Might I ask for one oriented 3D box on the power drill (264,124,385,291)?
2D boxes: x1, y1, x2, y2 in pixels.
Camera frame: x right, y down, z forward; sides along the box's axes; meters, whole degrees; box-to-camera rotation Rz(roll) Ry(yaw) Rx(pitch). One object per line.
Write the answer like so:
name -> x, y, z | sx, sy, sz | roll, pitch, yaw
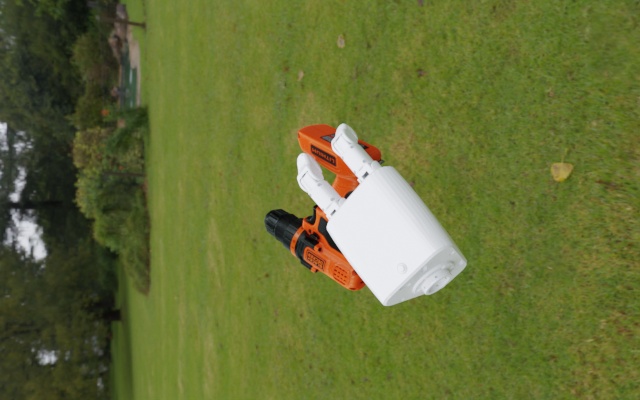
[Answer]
power drill -> 0.000, 0.002, 0.616 | 0.184, 0.188, 0.057 | 29, 36, 33
